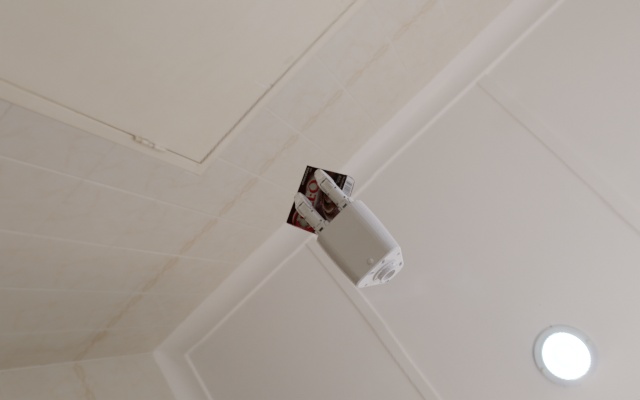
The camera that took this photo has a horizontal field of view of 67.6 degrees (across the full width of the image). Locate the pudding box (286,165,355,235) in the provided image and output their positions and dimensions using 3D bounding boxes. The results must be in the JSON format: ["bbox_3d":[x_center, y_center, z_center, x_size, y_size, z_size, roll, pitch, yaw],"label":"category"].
[{"bbox_3d":[0.000,0.003,0.835,0.090,0.113,0.039,17,-8,34],"label":"pudding box"}]
